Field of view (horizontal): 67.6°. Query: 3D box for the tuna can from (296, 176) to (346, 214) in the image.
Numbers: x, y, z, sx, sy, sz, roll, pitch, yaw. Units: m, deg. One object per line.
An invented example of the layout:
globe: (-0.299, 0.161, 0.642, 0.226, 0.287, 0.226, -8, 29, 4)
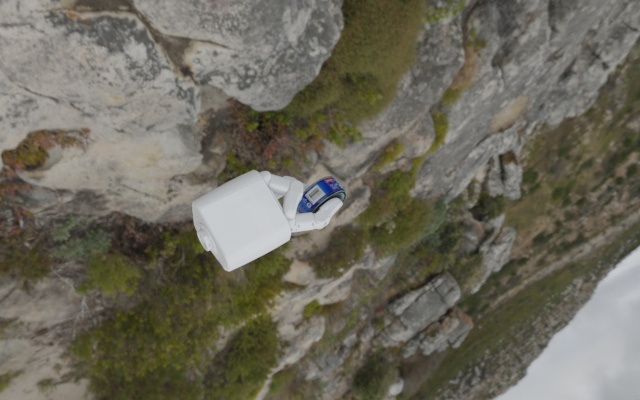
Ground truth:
tuna can: (0.001, 0.003, 0.775, 0.086, 0.033, 0.086, -36, -21, -16)
